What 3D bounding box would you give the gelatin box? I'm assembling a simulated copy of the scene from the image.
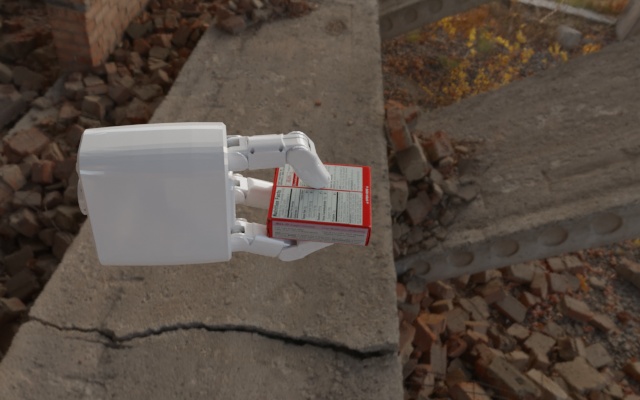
[{"bbox_3d":[0.000,0.001,0.425,0.089,0.073,0.030,4,-42,0],"label":"gelatin box"}]
